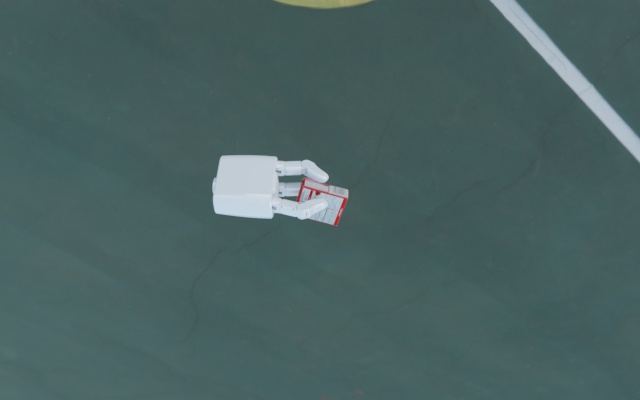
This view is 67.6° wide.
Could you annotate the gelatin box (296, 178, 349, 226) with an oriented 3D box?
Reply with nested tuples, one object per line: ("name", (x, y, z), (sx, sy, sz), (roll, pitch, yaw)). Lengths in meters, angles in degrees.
("gelatin box", (0.000, 0.003, 0.894), (0.089, 0.073, 0.030), (15, 39, -5))
